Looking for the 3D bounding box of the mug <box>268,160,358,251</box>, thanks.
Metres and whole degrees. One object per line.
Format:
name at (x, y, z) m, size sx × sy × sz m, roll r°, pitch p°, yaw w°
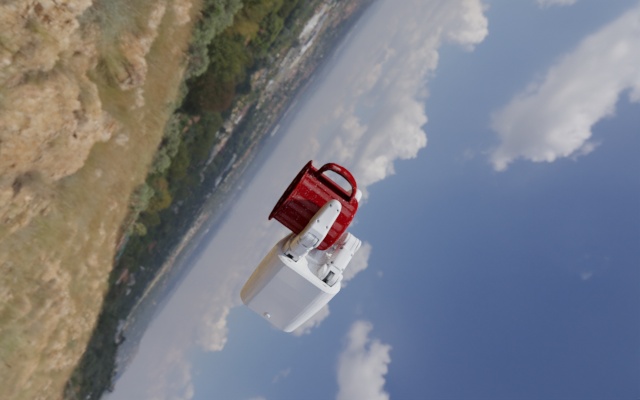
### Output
mug at (0.001, 0.001, 0.596) m, size 0.081 × 0.117 × 0.093 m, roll 36°, pitch 32°, yaw -8°
